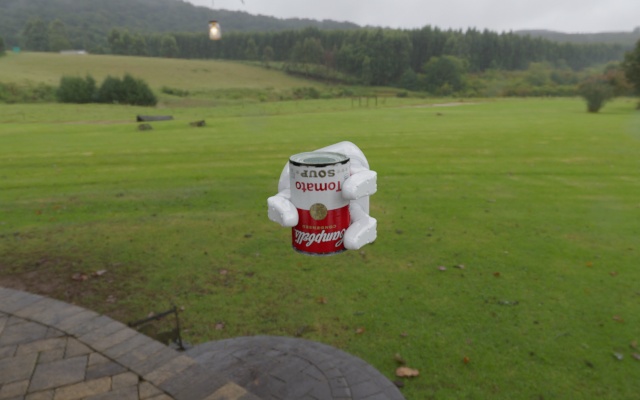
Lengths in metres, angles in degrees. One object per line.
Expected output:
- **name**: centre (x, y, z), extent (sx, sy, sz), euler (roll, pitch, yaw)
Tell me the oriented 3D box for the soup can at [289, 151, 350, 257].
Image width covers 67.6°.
- **soup can**: centre (0.000, 0.002, 0.527), extent (0.068, 0.102, 0.068), euler (-1, 17, 0)
